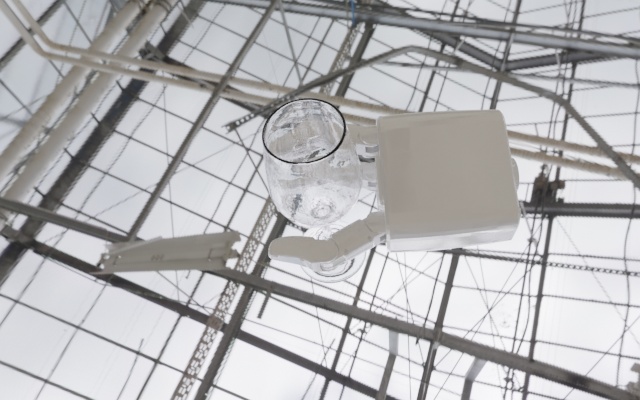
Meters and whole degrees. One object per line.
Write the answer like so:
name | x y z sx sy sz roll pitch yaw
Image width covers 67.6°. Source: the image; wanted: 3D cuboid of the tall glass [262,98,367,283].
tall glass | 0.000 0.002 0.425 0.079 0.079 0.201 0 -32 9
